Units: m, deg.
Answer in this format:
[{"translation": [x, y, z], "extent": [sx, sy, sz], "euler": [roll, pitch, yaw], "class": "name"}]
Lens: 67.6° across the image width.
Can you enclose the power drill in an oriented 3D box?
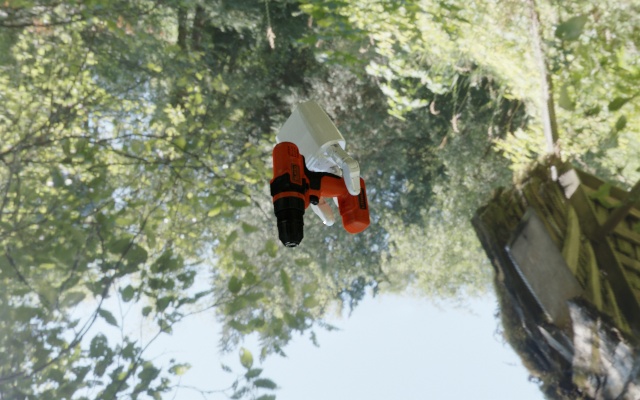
[{"translation": [0.000, 0.003, 0.811], "extent": [0.188, 0.184, 0.057], "euler": [17, -32, -39], "class": "power drill"}]
